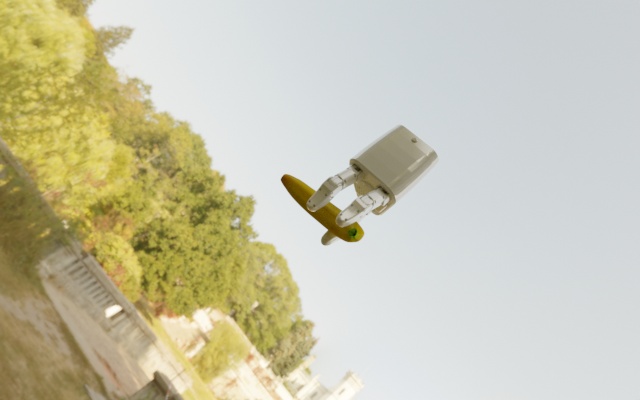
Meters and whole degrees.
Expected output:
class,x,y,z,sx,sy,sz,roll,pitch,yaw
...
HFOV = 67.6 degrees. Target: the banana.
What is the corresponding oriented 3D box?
class,x,y,z,sx,sy,sz,roll,pitch,yaw
banana,0.009,0.016,0.743,0.197,0.037,0.070,35,-18,43
